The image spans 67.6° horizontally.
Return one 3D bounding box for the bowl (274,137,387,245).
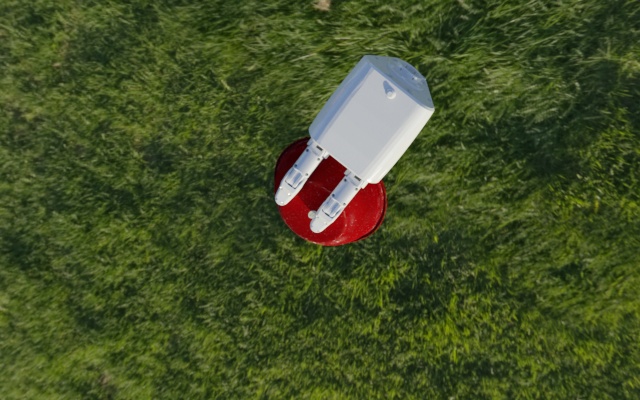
[{"bbox_3d":[0.000,0.003,0.613,0.162,0.162,0.055,0,31,28],"label":"bowl"}]
